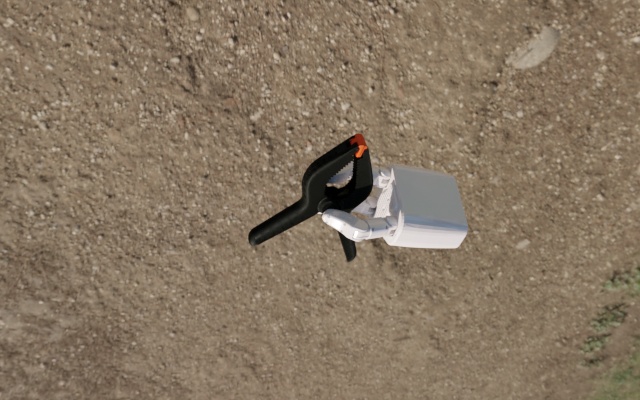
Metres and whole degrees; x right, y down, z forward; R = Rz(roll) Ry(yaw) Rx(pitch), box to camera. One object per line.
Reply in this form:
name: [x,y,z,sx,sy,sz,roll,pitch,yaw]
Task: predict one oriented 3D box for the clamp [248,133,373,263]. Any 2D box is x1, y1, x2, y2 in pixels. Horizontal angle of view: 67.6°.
clamp: [0.001,0.002,0.632,0.164,0.210,0.036,6,39,-19]
